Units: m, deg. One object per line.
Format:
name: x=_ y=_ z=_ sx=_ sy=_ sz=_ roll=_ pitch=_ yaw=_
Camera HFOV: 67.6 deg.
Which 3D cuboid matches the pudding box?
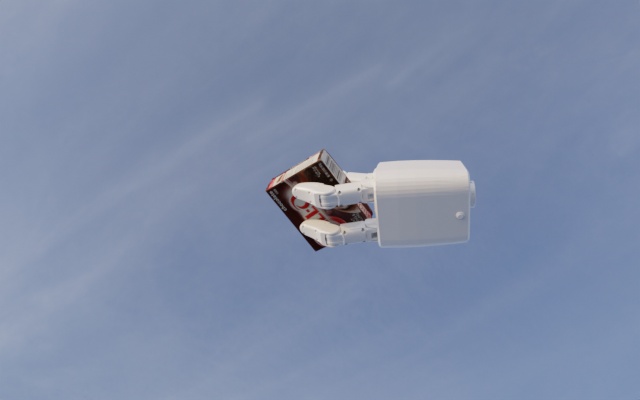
pudding box: x=0.000 y=0.002 z=0.611 sx=0.090 sy=0.113 sz=0.039 roll=-28 pitch=20 yaw=26
